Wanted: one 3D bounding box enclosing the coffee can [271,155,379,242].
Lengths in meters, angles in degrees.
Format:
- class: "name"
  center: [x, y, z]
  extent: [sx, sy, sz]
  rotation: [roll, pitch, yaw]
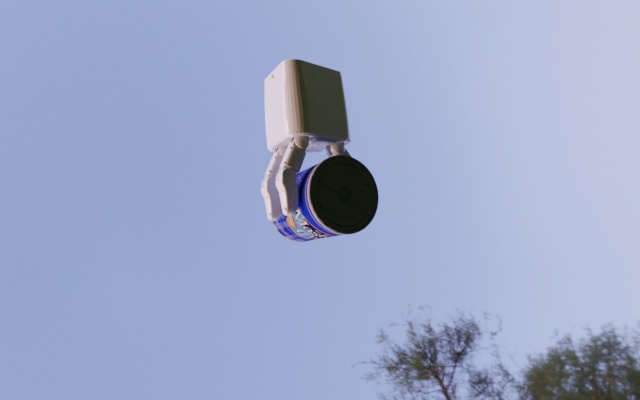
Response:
- class: "coffee can"
  center: [0.000, 0.002, 0.668]
  extent: [0.103, 0.103, 0.140]
  rotation: [0, -8, -27]
